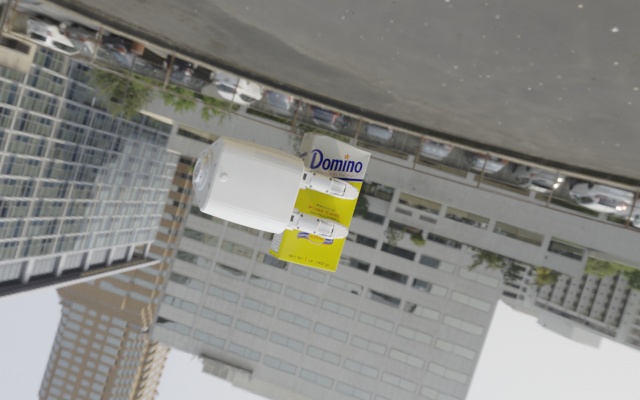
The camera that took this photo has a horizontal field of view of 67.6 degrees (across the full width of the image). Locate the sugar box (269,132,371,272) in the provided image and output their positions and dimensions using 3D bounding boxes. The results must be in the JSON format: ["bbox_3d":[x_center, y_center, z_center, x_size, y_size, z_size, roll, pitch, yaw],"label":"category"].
[{"bbox_3d":[0.000,0.002,0.661,0.093,0.176,0.048,16,2,-26],"label":"sugar box"}]
